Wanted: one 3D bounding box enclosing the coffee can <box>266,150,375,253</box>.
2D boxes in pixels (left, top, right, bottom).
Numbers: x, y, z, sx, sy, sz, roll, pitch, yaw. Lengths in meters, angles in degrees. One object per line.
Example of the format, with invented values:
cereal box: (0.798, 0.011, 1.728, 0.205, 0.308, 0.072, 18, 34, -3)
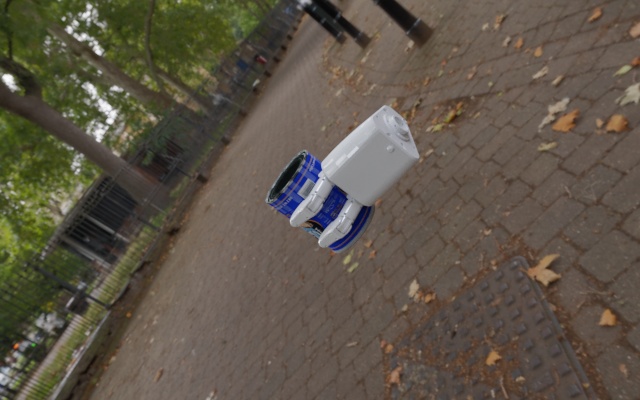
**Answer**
coffee can: (0.000, 0.003, 0.753, 0.140, 0.103, 0.103, 37, -11, -16)
